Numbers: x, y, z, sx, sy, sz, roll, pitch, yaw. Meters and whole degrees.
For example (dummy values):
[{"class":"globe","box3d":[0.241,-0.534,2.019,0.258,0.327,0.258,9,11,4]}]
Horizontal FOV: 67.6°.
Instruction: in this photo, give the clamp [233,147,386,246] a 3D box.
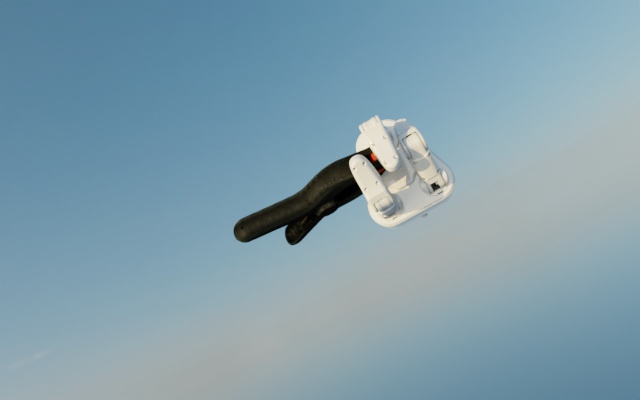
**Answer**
[{"class":"clamp","box3d":[0.000,0.001,0.518,0.171,0.039,0.120,-29,-13,11]}]
